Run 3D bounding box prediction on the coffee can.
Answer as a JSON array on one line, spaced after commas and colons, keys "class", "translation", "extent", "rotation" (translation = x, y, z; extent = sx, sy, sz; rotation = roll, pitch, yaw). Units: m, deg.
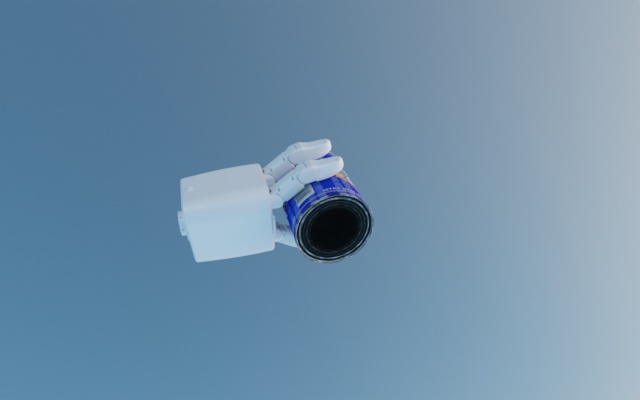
[{"class": "coffee can", "translation": [0.000, 0.002, 0.646], "extent": [0.103, 0.103, 0.140], "rotation": [0, 30, -18]}]
